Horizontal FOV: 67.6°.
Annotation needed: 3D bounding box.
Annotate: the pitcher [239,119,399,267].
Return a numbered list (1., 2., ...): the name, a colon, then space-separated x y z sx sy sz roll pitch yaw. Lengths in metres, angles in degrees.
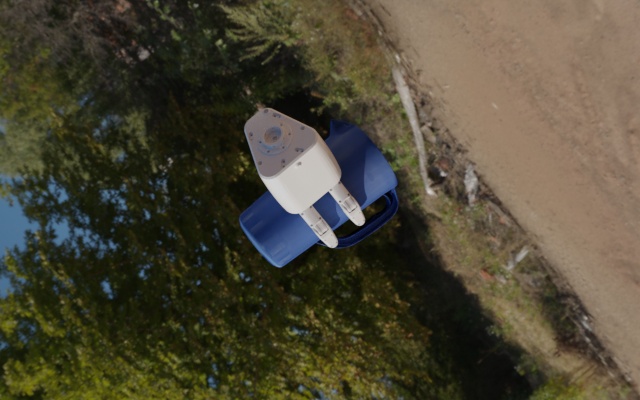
1. pitcher: 0.000 0.002 0.772 0.243 0.149 0.145 -39 -30 -2
